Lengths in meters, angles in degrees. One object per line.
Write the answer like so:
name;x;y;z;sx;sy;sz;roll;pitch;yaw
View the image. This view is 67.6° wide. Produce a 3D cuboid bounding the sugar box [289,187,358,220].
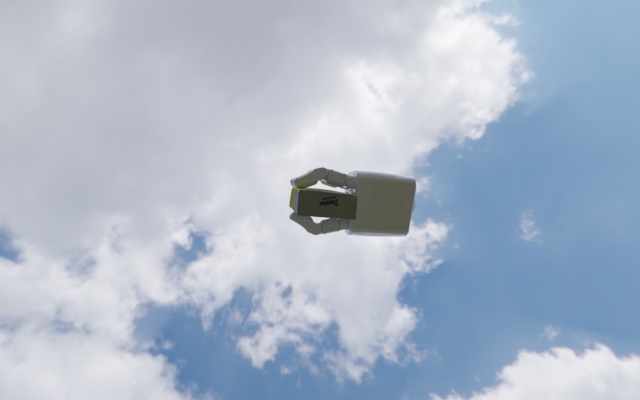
sugar box;0.000;0.002;0.798;0.093;0.048;0.176;5;-1;-8
